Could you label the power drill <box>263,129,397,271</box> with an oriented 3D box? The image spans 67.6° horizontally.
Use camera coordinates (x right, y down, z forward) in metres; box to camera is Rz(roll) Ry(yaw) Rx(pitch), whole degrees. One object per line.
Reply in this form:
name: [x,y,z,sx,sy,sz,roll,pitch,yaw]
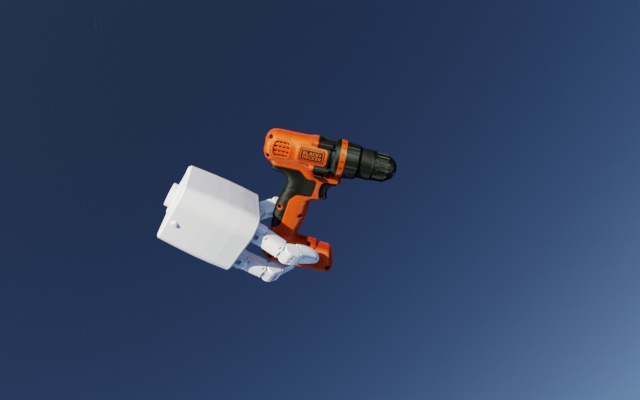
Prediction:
power drill: [0.000,0.003,0.677,0.184,0.188,0.057,13,15,-1]
